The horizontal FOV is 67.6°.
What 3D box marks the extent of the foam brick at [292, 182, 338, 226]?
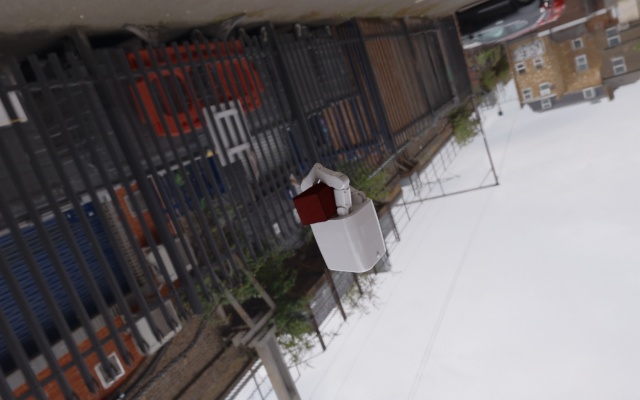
[{"bbox_3d":[0.000,0.003,0.814,0.053,0.051,0.078,-11,14,34],"label":"foam brick"}]
